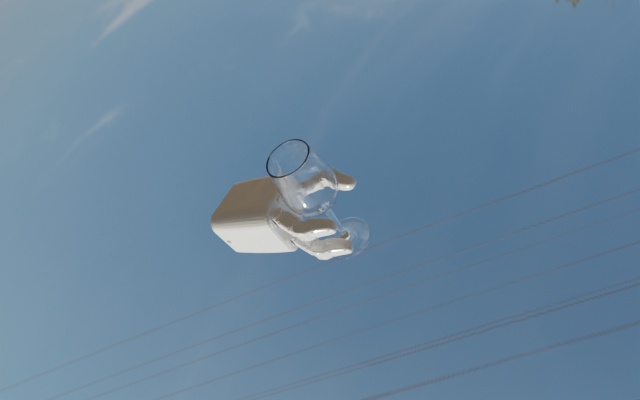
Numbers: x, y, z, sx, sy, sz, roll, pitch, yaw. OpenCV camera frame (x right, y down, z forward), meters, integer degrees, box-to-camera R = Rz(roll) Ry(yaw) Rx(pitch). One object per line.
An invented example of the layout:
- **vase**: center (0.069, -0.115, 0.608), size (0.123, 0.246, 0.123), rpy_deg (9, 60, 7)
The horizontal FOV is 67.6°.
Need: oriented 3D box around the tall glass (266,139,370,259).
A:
- **tall glass**: center (0.001, 0.002, 0.668), size (0.079, 0.079, 0.201), rpy_deg (0, -34, 30)
